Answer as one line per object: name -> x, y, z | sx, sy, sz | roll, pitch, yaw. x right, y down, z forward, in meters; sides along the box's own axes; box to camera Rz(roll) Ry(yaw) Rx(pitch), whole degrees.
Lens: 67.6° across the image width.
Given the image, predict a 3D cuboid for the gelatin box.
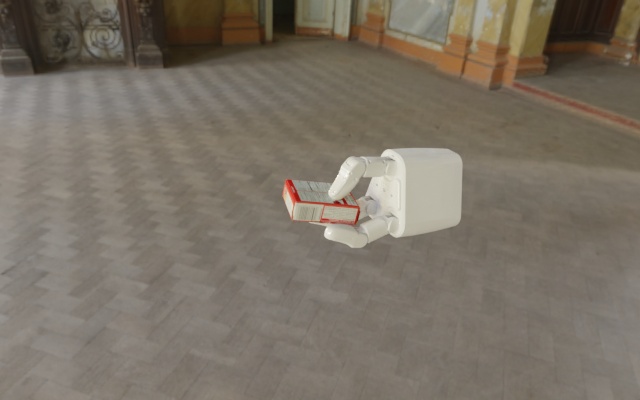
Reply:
gelatin box -> 0.000, 0.002, 0.630 | 0.089, 0.030, 0.073 | 5, 24, -17
